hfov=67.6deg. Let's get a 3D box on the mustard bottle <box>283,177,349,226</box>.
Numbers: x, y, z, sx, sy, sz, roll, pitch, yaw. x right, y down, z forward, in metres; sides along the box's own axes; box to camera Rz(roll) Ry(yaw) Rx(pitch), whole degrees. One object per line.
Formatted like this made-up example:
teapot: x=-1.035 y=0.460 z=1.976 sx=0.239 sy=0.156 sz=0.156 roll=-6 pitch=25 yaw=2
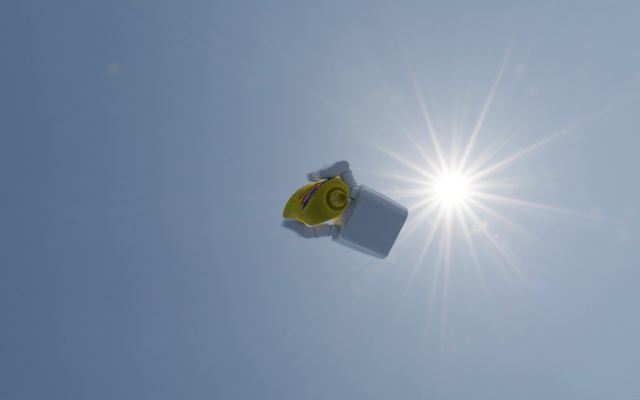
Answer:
mustard bottle: x=0.000 y=0.003 z=0.836 sx=0.096 sy=0.058 sz=0.191 roll=-44 pitch=12 yaw=-18
